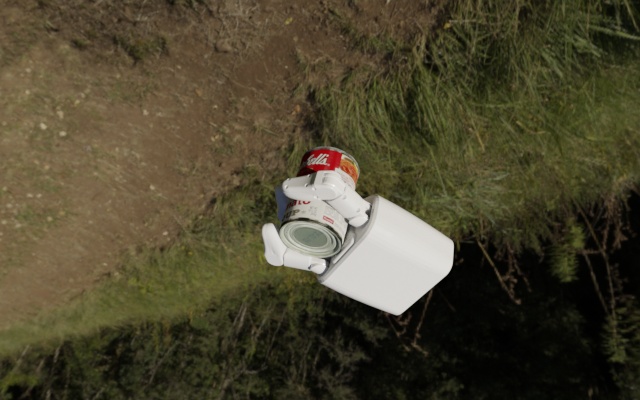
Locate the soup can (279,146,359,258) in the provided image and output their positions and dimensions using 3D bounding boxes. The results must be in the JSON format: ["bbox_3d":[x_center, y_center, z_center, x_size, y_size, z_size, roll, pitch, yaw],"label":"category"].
[{"bbox_3d":[0.000,0.002,0.513,0.068,0.102,0.069,10,-37,8],"label":"soup can"}]
